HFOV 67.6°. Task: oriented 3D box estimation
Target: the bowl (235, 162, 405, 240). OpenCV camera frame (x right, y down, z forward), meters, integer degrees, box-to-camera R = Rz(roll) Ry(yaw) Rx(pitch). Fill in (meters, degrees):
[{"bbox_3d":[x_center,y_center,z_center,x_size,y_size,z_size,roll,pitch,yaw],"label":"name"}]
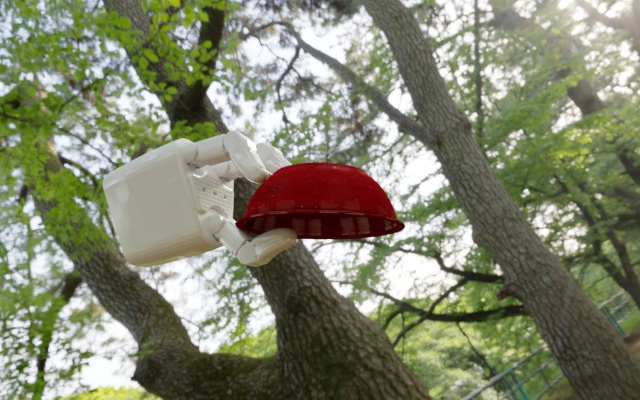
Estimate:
[{"bbox_3d":[0.001,0.001,0.463,0.162,0.055,0.162,1,-12,0],"label":"bowl"}]
